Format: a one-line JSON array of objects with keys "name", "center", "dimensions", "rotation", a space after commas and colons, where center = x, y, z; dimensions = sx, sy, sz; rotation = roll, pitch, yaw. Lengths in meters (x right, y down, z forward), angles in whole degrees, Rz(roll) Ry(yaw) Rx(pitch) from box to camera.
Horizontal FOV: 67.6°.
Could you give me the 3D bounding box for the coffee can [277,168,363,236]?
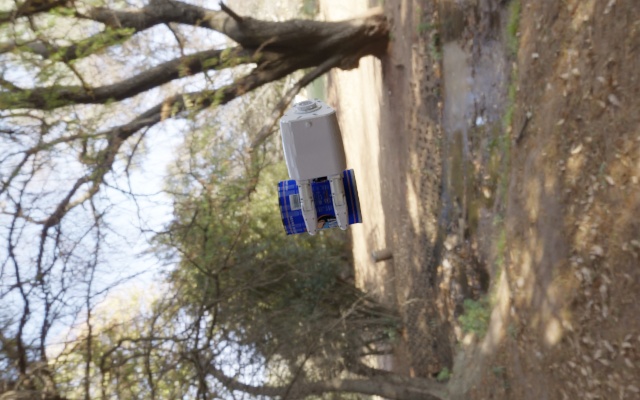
[{"name": "coffee can", "center": [0.000, 0.003, 0.875], "dimensions": [0.140, 0.103, 0.103], "rotation": [-10, -1, 3]}]
